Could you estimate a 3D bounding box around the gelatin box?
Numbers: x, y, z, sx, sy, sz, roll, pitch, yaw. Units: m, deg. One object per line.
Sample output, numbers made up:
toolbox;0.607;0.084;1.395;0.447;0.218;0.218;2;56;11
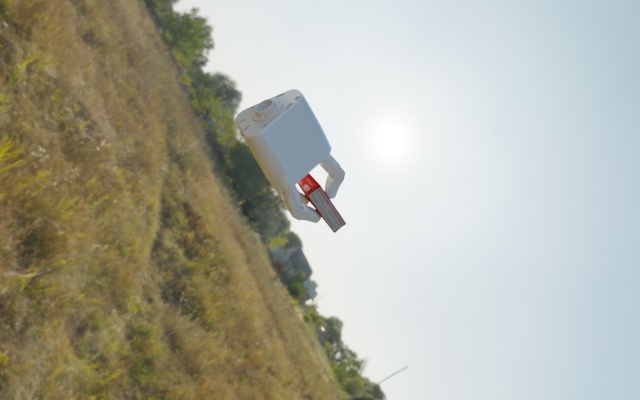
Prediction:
gelatin box;0.001;0.003;0.796;0.030;0.089;0.073;-36;26;-1
